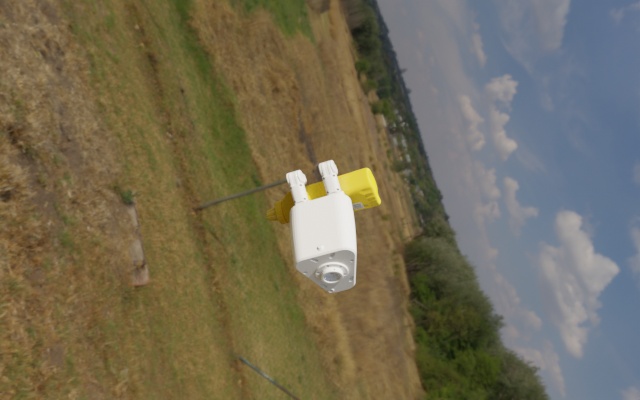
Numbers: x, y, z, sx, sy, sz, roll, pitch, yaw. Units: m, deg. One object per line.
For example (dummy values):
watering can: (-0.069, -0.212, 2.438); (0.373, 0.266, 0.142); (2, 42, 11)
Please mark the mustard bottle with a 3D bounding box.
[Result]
mustard bottle: (0.000, 0.002, 0.803); (0.191, 0.058, 0.096); (-16, -20, 11)
